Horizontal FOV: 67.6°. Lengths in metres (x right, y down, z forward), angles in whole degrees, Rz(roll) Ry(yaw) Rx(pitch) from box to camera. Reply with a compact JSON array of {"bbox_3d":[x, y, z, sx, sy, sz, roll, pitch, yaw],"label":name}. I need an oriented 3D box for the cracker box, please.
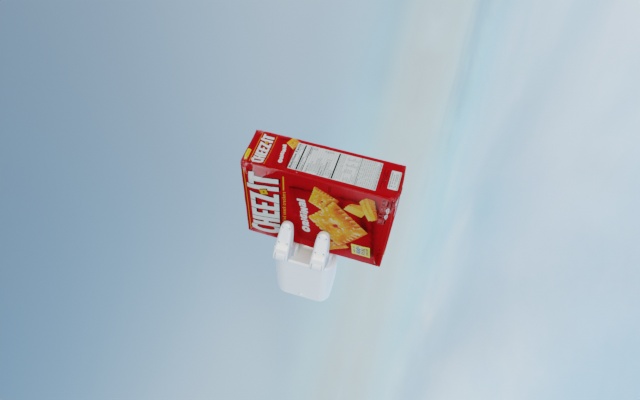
[{"bbox_3d":[0.000,0.002,0.684,0.213,0.072,0.164,14,-38,8],"label":"cracker box"}]
